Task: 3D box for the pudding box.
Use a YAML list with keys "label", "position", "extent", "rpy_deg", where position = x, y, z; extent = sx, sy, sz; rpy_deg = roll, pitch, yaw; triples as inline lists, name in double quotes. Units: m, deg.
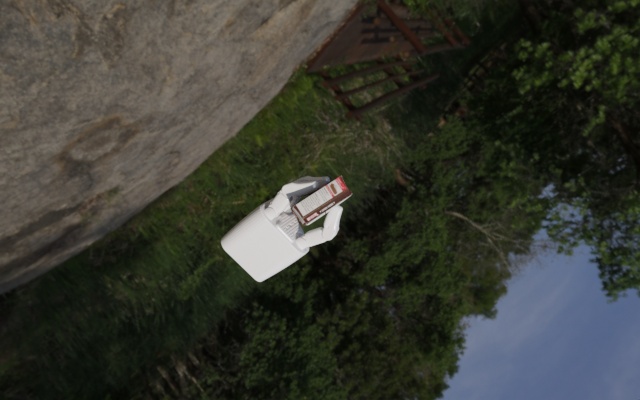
- label: "pudding box"
  position: [0.000, 0.003, 0.777]
  extent: [0.090, 0.039, 0.113]
  rpy_deg: [-34, 1, -6]
